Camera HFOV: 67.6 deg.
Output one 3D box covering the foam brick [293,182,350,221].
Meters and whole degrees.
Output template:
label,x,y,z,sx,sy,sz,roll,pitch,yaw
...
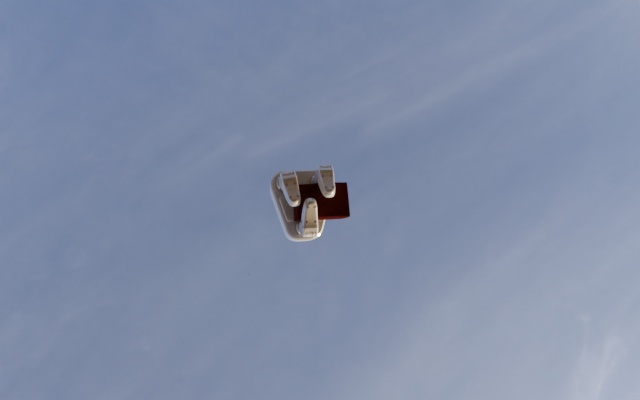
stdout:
label,x,y,z,sx,sy,sz,roll,pitch,yaw
foam brick,0.000,0.002,0.717,0.078,0.053,0.051,-2,-6,-9
